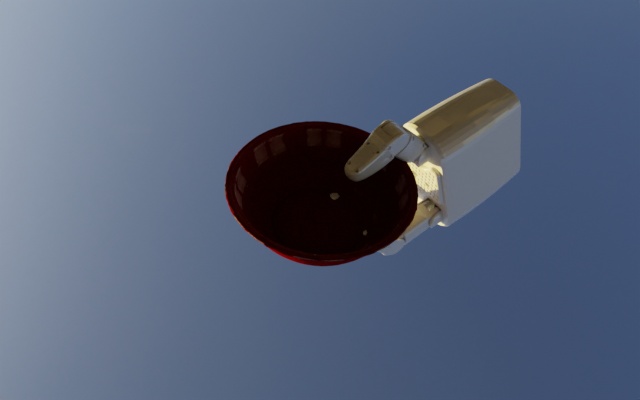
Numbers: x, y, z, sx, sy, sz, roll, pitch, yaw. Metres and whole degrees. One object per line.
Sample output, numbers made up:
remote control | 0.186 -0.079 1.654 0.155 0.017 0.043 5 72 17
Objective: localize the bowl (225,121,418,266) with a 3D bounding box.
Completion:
bowl | -0.001 0.002 0.419 0.162 0.162 0.055 0 -42 -6
